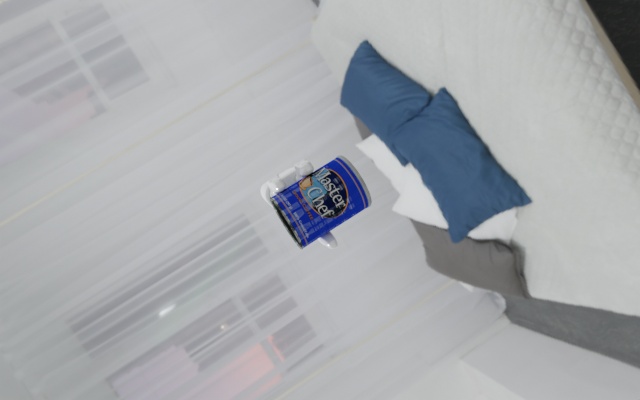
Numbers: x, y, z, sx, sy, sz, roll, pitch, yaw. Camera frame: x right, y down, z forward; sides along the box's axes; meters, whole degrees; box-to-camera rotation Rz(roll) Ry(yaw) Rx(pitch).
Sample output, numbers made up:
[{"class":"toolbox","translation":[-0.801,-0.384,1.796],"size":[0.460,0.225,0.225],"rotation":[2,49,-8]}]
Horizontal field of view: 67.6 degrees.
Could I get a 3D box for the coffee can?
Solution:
[{"class":"coffee can","translation":[0.000,0.003,0.806],"size":[0.140,0.103,0.103],"rotation":[-32,6,-10]}]
